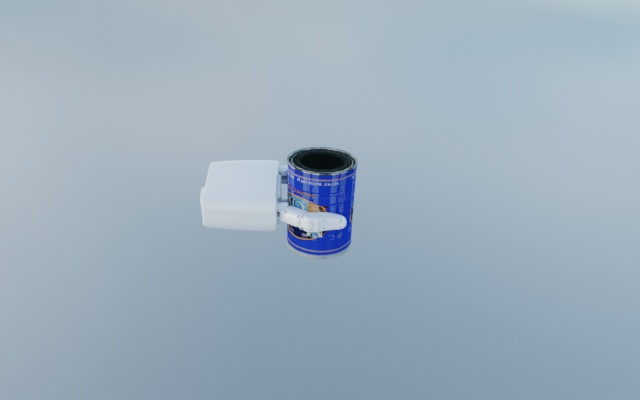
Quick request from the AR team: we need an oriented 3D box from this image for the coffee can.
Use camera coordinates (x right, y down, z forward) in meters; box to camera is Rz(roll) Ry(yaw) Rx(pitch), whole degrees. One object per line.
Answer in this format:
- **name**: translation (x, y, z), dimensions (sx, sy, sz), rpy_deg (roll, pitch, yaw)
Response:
- **coffee can**: translation (0.000, 0.003, 0.721), dimensions (0.103, 0.140, 0.102), rpy_deg (2, 27, -1)
